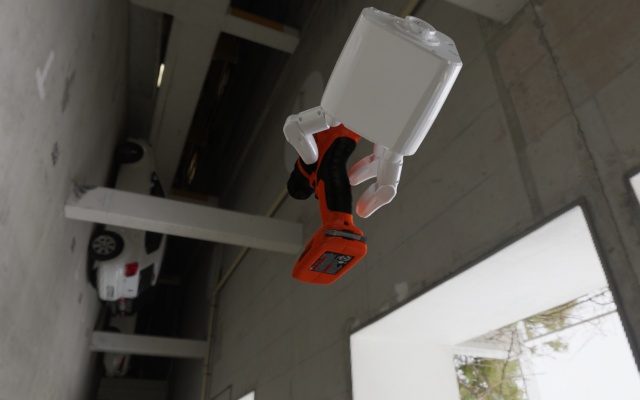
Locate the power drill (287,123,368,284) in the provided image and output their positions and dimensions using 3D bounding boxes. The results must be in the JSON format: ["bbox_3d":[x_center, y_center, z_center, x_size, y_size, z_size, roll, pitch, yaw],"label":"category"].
[{"bbox_3d":[0.000,0.002,0.585,0.057,0.187,0.184,10,-34,-19],"label":"power drill"}]
